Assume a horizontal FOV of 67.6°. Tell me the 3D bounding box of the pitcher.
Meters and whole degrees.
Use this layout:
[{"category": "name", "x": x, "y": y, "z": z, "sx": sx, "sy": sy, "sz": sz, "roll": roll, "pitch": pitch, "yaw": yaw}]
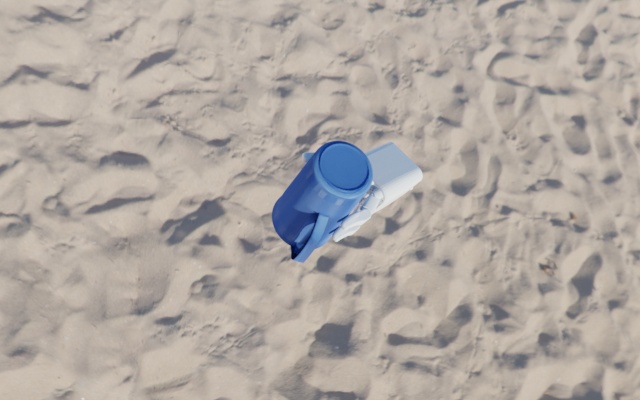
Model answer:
[{"category": "pitcher", "x": 0.000, "y": 0.003, "z": 0.875, "sx": 0.145, "sy": 0.149, "sz": 0.243, "roll": -25, "pitch": -13, "yaw": -28}]
